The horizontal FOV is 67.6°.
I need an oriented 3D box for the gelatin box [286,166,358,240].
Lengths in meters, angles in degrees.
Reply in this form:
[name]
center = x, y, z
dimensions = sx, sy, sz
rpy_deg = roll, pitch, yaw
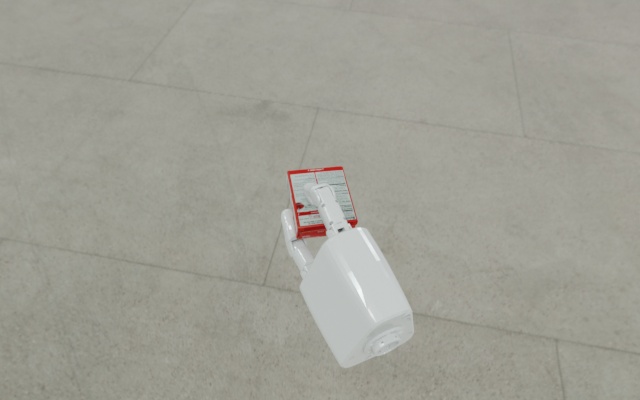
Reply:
[gelatin box]
center = 0.000, 0.001, 0.592
dimensions = 0.073, 0.089, 0.030
rpy_deg = -6, -33, -11
